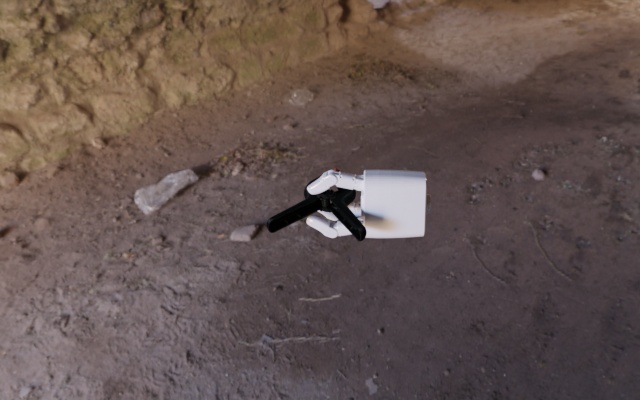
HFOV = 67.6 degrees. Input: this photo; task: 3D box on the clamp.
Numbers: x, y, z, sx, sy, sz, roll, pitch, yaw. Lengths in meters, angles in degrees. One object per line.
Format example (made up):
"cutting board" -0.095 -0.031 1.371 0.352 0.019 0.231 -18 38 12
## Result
"clamp" 0.000 0.002 0.844 0.164 0.036 0.209 2 31 5
